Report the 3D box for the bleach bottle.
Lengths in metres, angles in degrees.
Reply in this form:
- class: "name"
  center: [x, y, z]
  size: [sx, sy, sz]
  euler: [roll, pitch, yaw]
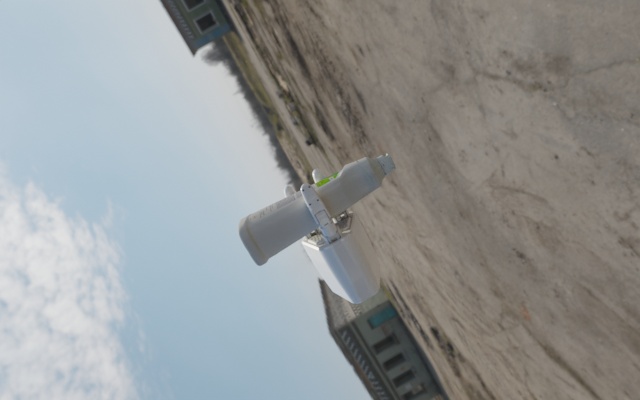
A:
- class: "bleach bottle"
  center: [0.000, 0.002, 0.723]
  size: [0.251, 0.068, 0.102]
  euler: [-29, 14, 0]
